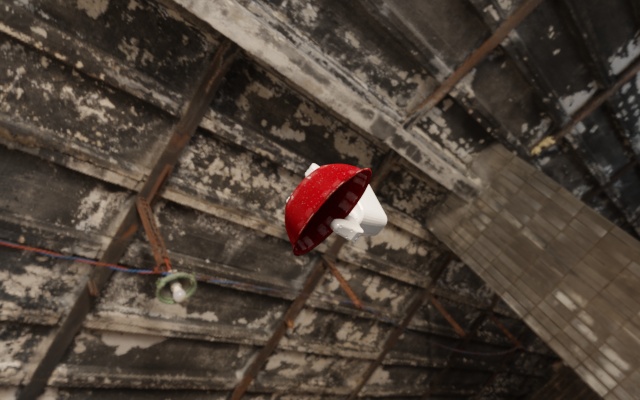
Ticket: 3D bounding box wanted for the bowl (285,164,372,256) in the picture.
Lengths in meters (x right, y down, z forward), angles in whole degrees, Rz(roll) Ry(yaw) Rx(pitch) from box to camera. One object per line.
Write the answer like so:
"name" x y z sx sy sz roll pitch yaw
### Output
"bowl" 0.000 0.002 0.682 0.055 0.162 0.162 42 13 15
